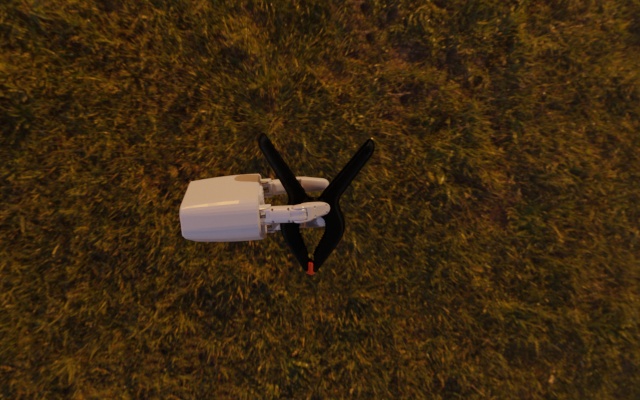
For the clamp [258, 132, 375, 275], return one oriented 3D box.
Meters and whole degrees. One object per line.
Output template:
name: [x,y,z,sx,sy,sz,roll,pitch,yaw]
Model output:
clamp: [0.000,0.003,0.692,0.164,0.210,0.036,-4,10,-1]
